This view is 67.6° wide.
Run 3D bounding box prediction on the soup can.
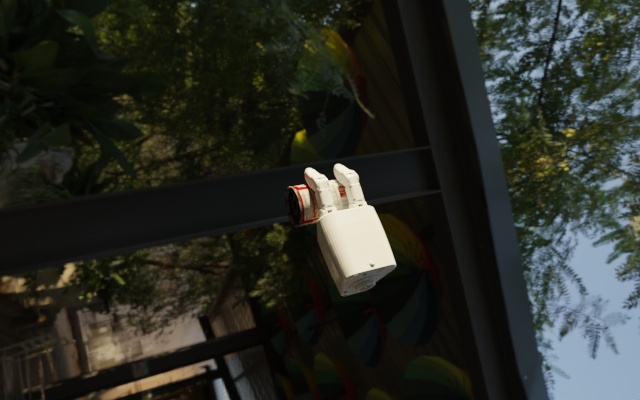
[{"bbox_3d":[0.000,0.002,0.801,0.102,0.068,0.068,-10,4,-23],"label":"soup can"}]
